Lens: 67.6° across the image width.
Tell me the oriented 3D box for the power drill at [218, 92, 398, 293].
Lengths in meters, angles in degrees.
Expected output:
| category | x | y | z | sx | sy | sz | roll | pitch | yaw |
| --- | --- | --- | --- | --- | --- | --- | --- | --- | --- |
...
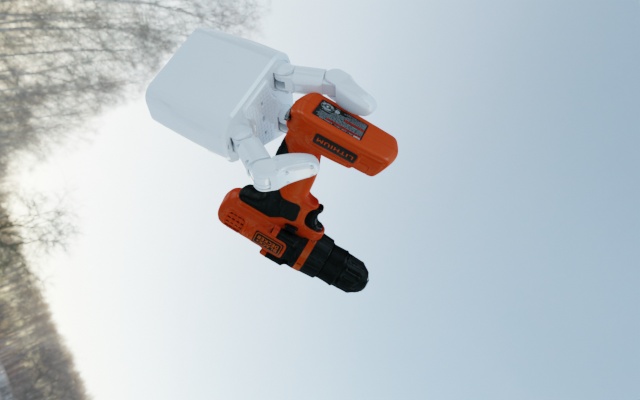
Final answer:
| category | x | y | z | sx | sy | sz | roll | pitch | yaw |
| --- | --- | --- | --- | --- | --- | --- | --- | --- | --- |
| power drill | 0.000 | 0.001 | 0.486 | 0.184 | 0.188 | 0.057 | 29 | 36 | -3 |
